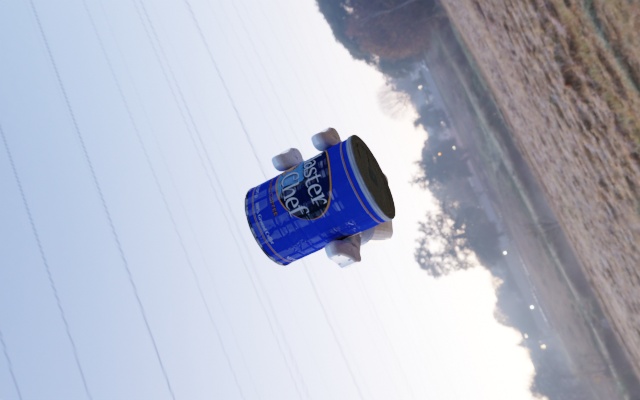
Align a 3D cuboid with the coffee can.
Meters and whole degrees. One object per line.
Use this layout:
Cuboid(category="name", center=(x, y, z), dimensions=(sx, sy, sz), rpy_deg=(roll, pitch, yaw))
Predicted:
Cuboid(category="coffee can", center=(0.000, 0.002, 0.544), dimensions=(0.140, 0.103, 0.103), rpy_deg=(-26, -9, 20))
